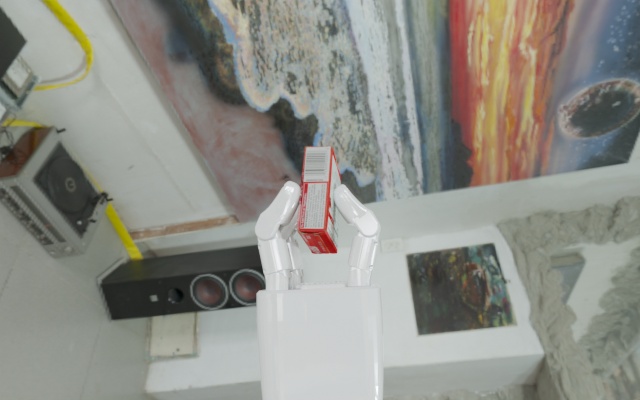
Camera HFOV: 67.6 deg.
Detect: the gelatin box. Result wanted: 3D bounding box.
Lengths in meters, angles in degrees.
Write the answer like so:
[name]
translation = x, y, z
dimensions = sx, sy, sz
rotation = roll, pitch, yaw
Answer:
[gelatin box]
translation = 0.001, 0.001, 0.471
dimensions = 0.030, 0.089, 0.073
rotation = 1, -21, 10
